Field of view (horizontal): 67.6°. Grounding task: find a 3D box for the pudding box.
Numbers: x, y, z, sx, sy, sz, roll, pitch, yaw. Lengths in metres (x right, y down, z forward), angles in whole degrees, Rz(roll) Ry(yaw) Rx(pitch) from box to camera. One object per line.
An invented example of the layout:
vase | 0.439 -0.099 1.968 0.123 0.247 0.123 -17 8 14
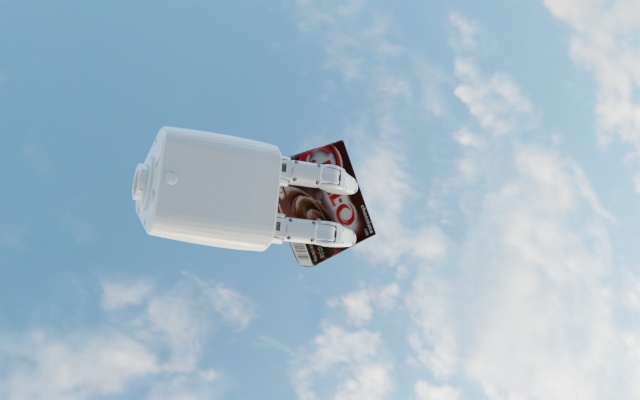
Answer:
pudding box | 0.000 0.002 0.506 0.090 0.113 0.039 -23 8 -32
